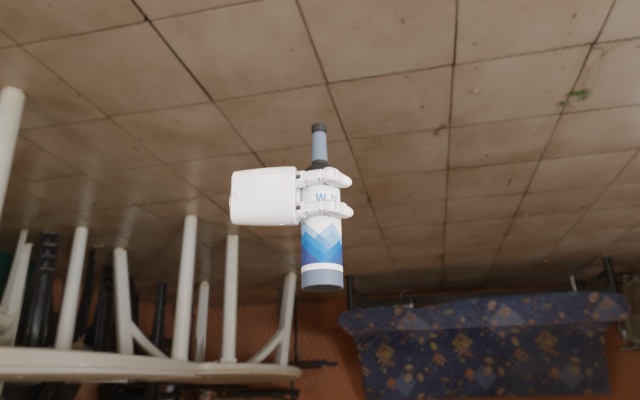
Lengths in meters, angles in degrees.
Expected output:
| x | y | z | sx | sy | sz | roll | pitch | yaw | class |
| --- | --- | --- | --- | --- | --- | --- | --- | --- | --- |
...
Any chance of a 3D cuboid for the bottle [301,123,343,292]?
| x | y | z | sx | sy | sz | roll | pitch | yaw | class |
| --- | --- | --- | --- | --- | --- | --- | --- | --- | --- |
| 0.000 | 0.003 | 0.811 | 0.069 | 0.295 | 0.069 | -1 | -21 | 0 | bottle |
